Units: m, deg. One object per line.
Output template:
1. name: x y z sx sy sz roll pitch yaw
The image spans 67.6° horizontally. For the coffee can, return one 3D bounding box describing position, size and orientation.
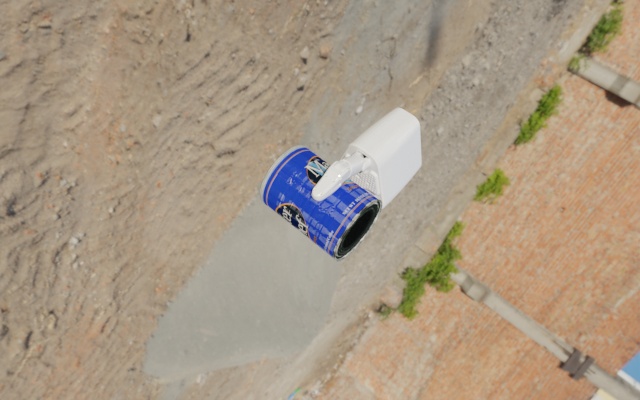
1. coffee can: 0.000 0.002 0.668 0.140 0.103 0.103 37 14 20
